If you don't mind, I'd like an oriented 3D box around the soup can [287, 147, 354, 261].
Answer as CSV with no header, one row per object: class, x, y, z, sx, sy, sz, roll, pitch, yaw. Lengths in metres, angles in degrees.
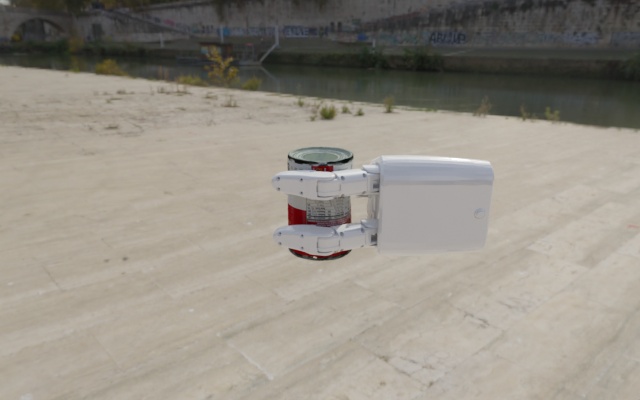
soup can,0.000,0.001,0.488,0.068,0.102,0.068,0,19,0
